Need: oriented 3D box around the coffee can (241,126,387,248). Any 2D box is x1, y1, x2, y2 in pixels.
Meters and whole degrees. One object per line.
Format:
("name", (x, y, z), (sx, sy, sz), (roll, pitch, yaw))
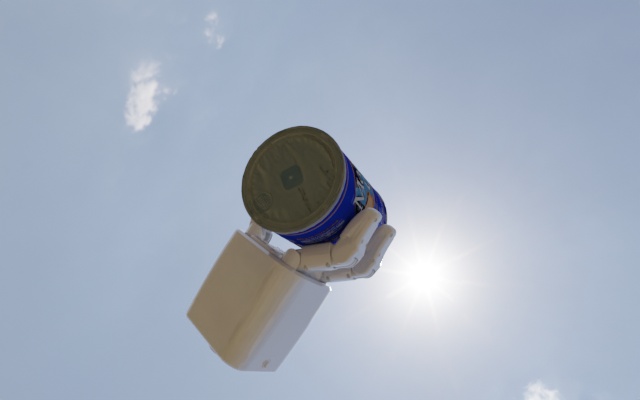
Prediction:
("coffee can", (0.000, 0.001, 0.485), (0.103, 0.102, 0.140), (0, -19, 24))
